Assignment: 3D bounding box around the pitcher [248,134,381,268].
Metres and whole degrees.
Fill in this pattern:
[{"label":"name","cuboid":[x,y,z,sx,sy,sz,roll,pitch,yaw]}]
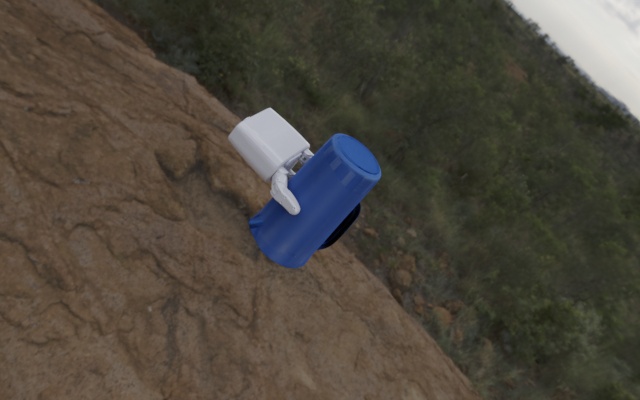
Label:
[{"label":"pitcher","cuboid":[0.000,0.003,0.856,0.243,0.145,0.149,-46,-3,28]}]
